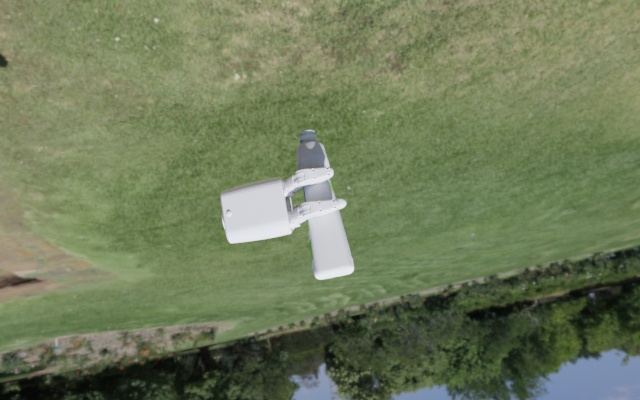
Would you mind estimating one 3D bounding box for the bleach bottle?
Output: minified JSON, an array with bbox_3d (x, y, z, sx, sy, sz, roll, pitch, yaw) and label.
[{"bbox_3d":[0.000,0.003,0.815,0.068,0.250,0.102,-11,-15,0],"label":"bleach bottle"}]
